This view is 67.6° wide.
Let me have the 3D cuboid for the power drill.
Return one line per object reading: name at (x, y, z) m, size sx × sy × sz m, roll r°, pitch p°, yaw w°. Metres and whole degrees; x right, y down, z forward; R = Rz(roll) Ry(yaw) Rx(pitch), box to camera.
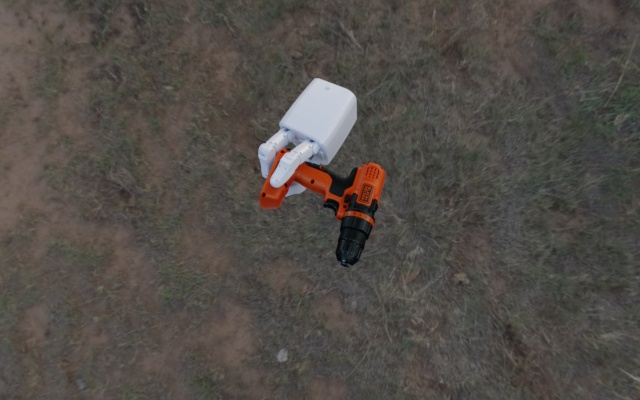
power drill at (0.000, 0.002, 0.779) m, size 0.187 × 0.184 × 0.057 m, roll 18°, pitch -27°, yaw 4°
